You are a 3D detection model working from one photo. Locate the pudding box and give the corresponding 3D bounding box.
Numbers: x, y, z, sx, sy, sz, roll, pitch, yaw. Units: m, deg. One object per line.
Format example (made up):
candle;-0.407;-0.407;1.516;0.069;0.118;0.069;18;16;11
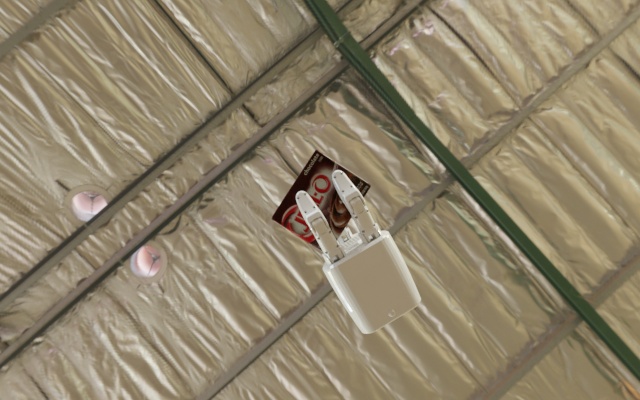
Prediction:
pudding box;0.000;0.002;0.645;0.090;0.113;0.039;33;-3;-4
